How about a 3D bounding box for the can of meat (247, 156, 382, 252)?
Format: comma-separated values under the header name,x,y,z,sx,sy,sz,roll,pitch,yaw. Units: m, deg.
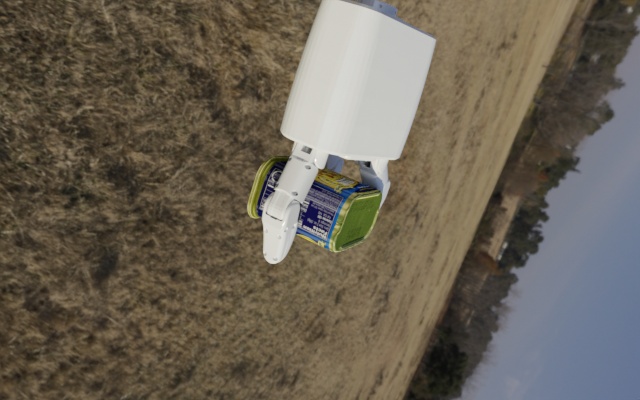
name,x,y,z,sx,sy,sz,roll,pitch,yaw
can of meat,0.000,0.002,0.423,0.084,0.057,0.102,24,13,21
